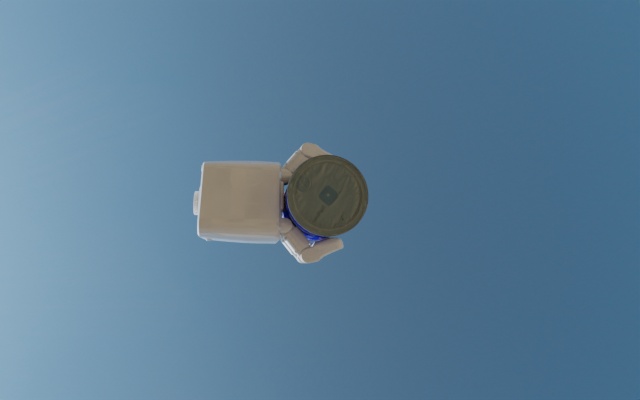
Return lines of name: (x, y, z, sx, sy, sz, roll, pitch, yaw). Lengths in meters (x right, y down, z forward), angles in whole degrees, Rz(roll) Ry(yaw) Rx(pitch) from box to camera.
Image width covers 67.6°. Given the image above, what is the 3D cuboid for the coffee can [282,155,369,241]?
coffee can: (0.000, 0.002, 0.658, 0.103, 0.103, 0.140, 0, -7, -8)
